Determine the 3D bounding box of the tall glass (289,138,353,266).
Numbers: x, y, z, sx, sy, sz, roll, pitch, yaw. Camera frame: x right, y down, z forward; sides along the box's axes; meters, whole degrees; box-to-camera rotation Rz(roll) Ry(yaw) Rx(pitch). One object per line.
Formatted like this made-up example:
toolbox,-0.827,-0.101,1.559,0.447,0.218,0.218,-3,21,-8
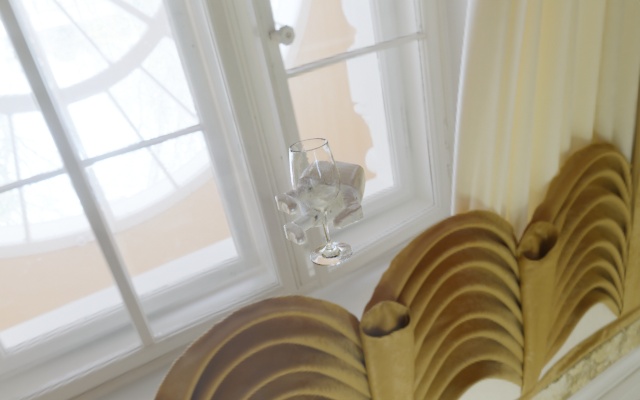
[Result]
tall glass,0.000,0.003,0.781,0.079,0.201,0.079,-10,24,4
